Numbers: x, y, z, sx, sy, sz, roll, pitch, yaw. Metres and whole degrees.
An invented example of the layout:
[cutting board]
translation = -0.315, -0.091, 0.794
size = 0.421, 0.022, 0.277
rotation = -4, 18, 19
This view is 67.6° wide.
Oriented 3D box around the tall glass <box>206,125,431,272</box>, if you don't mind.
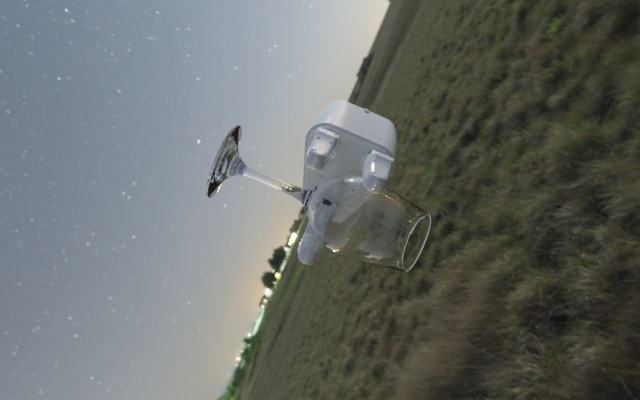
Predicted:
[tall glass]
translation = -0.001, 0.001, 0.453
size = 0.201, 0.079, 0.079
rotation = 23, 0, -1
